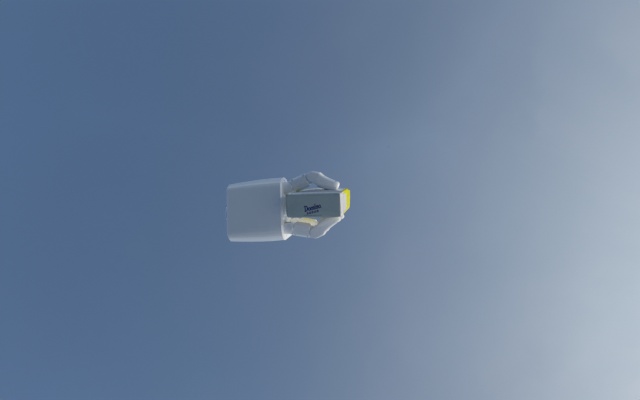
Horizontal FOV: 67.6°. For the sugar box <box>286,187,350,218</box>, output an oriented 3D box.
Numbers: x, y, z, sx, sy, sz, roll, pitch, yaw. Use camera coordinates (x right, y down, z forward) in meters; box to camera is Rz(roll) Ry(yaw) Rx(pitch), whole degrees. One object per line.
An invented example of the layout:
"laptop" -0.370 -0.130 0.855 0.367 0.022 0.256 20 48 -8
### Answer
"sugar box" 0.000 0.003 0.861 0.093 0.048 0.176 -1 6 9
